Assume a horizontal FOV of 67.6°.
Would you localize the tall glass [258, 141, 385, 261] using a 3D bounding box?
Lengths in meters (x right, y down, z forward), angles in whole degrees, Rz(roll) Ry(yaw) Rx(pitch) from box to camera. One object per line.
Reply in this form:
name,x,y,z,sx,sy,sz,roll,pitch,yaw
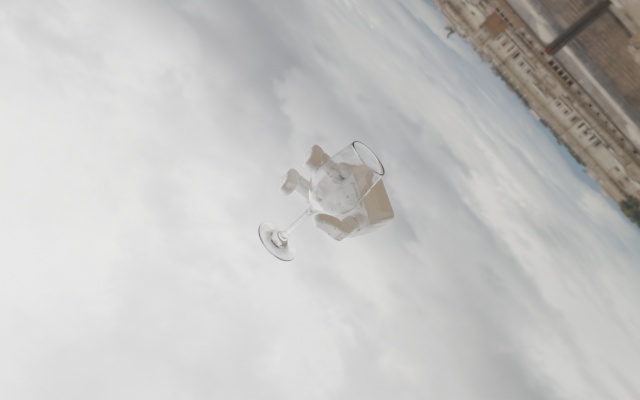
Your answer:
tall glass,0.000,0.003,0.693,0.201,0.079,0.079,-42,-21,25
